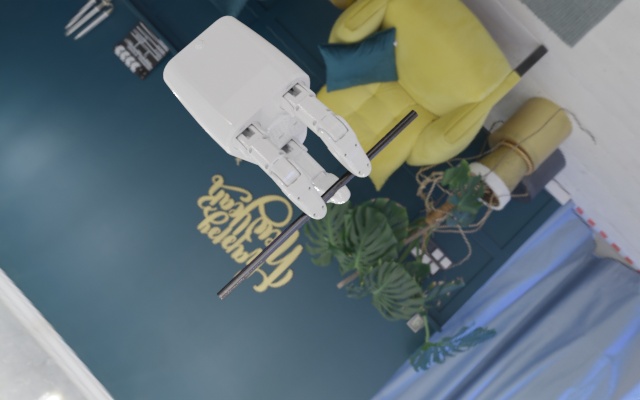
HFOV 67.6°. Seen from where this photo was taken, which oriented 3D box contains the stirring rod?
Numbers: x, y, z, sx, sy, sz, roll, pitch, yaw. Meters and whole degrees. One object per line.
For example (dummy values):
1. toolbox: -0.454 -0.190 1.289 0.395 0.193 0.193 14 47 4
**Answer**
1. stirring rod: 0.000 0.001 0.426 0.239 0.011 0.011 -43 6 -7
